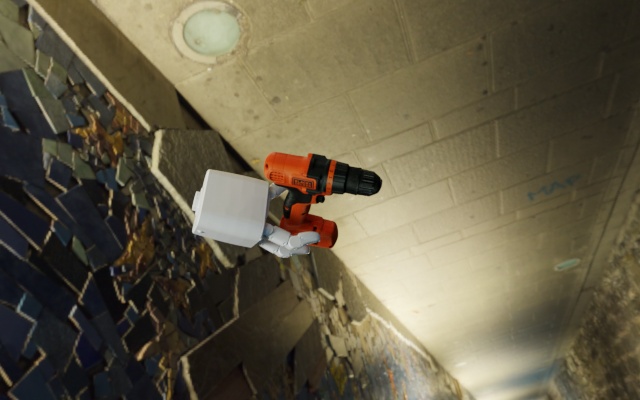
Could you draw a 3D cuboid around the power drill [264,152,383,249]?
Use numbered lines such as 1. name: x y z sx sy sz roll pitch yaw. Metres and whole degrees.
1. power drill: 0.000 0.003 0.793 0.184 0.057 0.188 12 -41 6
